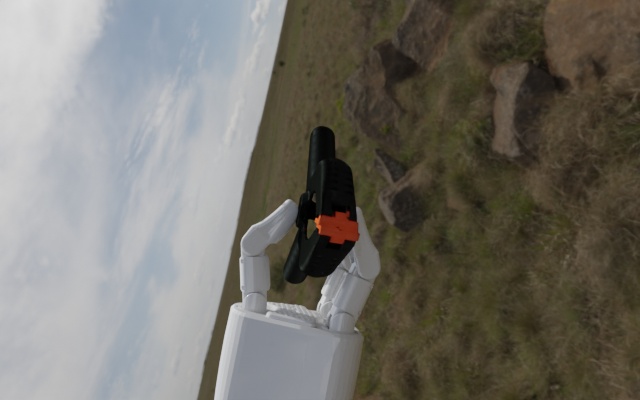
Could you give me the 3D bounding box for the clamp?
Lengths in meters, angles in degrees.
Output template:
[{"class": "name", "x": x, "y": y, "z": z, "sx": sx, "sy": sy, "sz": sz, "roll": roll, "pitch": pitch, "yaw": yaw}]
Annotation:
[{"class": "clamp", "x": -0.001, "y": 0.001, "z": 0.410, "sx": 0.036, "sy": 0.164, "sz": 0.210, "roll": 10, "pitch": -4, "yaw": -8}]
